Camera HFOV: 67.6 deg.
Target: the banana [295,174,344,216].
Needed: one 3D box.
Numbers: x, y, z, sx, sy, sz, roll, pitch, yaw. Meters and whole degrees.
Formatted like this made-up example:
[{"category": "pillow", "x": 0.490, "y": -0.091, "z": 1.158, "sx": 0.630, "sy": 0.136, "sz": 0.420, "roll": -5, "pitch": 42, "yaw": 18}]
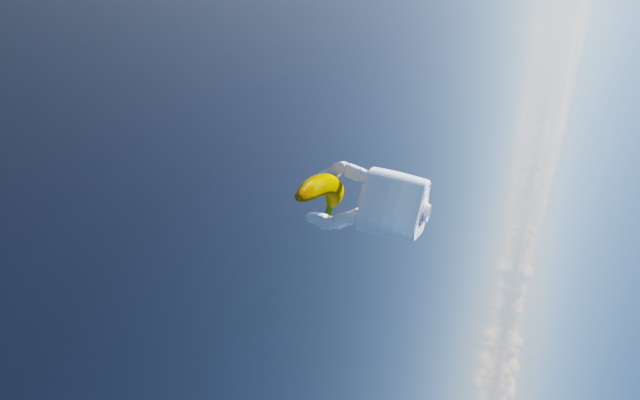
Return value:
[{"category": "banana", "x": 0.007, "y": -0.014, "z": 0.837, "sx": 0.037, "sy": 0.069, "sz": 0.198, "roll": 17, "pitch": -4, "yaw": 19}]
